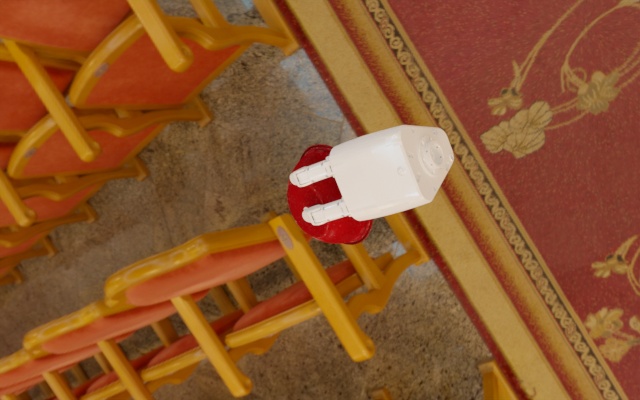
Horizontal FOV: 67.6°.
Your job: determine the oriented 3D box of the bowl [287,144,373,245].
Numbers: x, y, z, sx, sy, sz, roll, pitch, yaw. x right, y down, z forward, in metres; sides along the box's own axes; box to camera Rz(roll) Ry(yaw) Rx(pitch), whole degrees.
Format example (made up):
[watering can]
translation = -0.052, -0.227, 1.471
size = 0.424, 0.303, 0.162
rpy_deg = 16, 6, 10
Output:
[bowl]
translation = -0.001, 0.003, 0.700
size = 0.055, 0.162, 0.162
rpy_deg = -27, 16, -33
